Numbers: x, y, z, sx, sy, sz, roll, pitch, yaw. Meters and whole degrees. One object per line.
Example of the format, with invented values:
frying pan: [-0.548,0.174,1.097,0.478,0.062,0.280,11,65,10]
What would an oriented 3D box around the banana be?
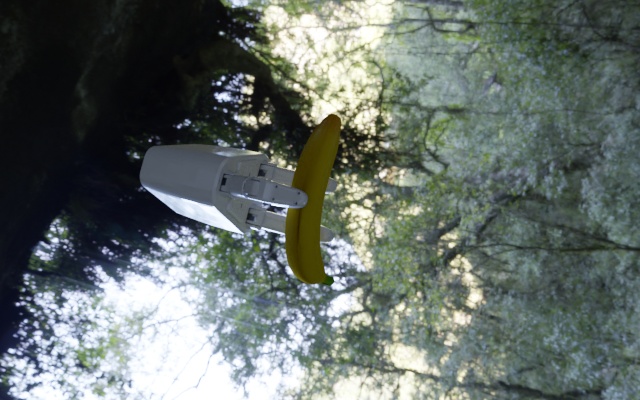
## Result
banana: [-0.009,0.010,0.502,0.037,0.198,0.069,13,21,25]
